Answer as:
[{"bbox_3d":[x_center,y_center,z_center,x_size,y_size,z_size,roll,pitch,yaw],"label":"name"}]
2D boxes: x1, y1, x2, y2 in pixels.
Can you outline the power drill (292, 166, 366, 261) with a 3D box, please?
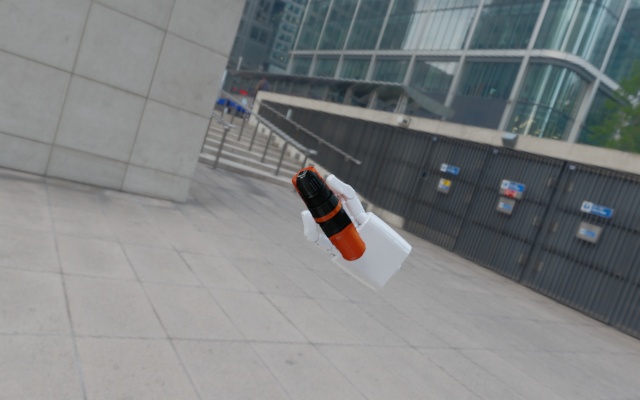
[{"bbox_3d":[0.000,0.003,0.846,0.057,0.184,0.187,-32,25,0],"label":"power drill"}]
